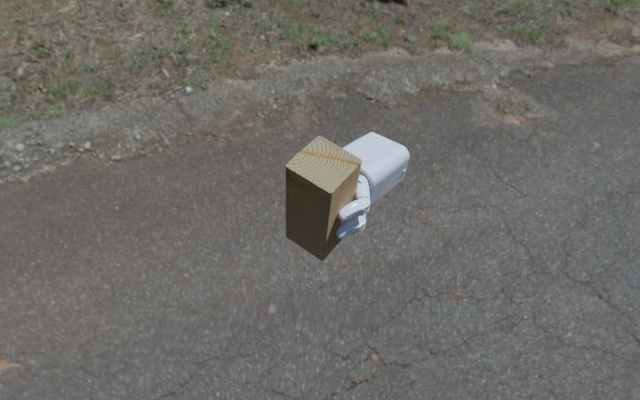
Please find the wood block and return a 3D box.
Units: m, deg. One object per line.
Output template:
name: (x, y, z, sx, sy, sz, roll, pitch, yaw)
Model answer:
wood block: (0.000, 0.002, 0.829, 0.091, 0.090, 0.206, 33, -32, 19)
